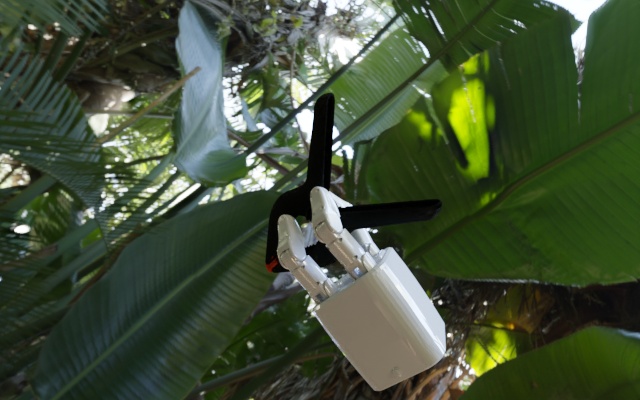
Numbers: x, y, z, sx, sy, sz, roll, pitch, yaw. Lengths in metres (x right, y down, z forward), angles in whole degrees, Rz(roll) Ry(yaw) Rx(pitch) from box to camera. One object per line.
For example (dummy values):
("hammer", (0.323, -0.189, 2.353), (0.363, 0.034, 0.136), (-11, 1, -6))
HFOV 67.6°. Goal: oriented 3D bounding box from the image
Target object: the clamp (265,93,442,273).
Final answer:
("clamp", (0.000, 0.002, 0.516), (0.210, 0.164, 0.036), (-39, -3, 30))
